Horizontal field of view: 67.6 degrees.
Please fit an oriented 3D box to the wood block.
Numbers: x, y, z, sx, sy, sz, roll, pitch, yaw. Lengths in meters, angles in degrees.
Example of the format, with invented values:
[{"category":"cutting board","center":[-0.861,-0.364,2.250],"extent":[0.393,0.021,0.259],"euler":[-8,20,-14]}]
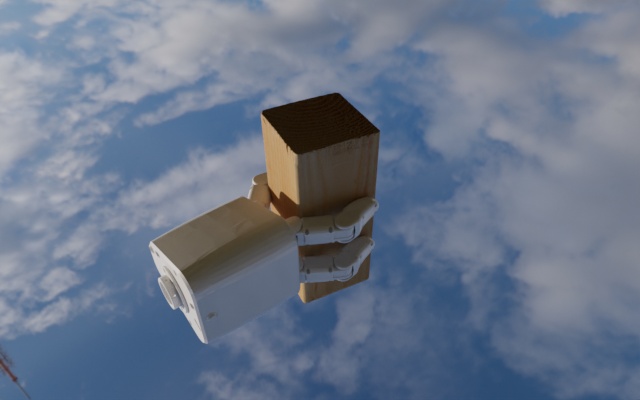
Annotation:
[{"category":"wood block","center":[0.000,0.002,0.522],"extent":[0.090,0.206,0.090],"euler":[-18,43,-19]}]
